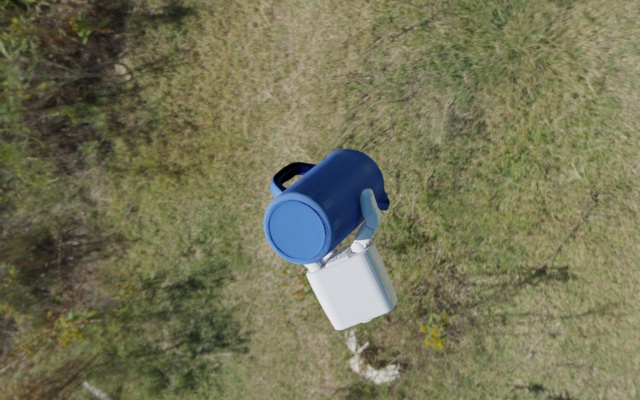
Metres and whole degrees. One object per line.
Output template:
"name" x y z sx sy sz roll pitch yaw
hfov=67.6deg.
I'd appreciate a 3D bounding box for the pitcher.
"pitcher" 0.000 0.003 0.763 0.149 0.145 0.242 -20 9 27
